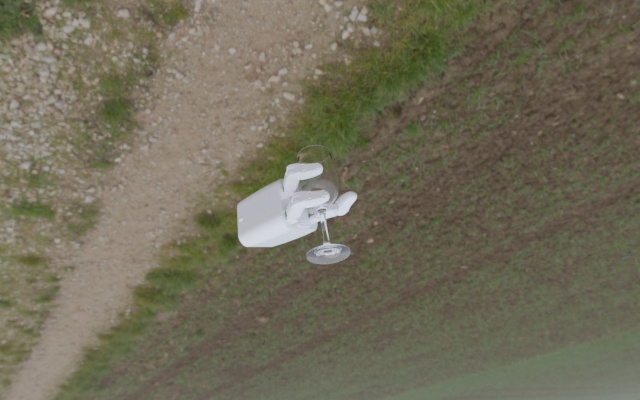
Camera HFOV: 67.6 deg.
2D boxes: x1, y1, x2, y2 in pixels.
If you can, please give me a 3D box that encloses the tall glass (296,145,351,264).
[{"bbox_3d":[0.000,0.003,0.820,0.079,0.201,0.079,-6,-30,-3],"label":"tall glass"}]
